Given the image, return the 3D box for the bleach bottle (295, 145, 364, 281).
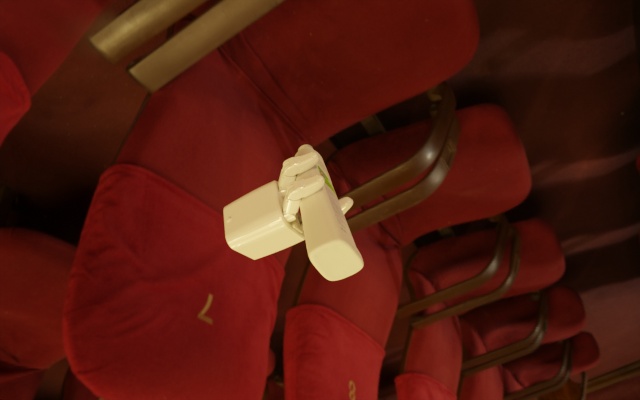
[{"bbox_3d":[0.000,0.003,0.794,0.068,0.250,0.103,-25,-43,11],"label":"bleach bottle"}]
